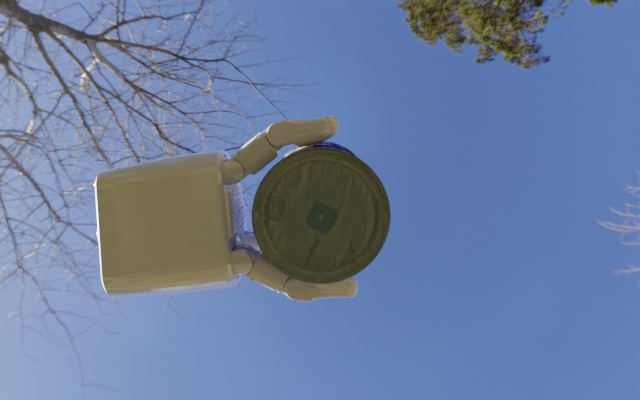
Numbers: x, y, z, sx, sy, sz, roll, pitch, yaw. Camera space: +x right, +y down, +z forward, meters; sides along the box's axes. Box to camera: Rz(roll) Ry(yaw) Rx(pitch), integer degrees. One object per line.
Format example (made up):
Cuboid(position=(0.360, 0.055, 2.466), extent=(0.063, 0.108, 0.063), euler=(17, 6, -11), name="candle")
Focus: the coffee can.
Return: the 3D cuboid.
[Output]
Cuboid(position=(0.000, 0.001, 0.419), extent=(0.103, 0.103, 0.140), euler=(0, 9, 0), name="coffee can")
